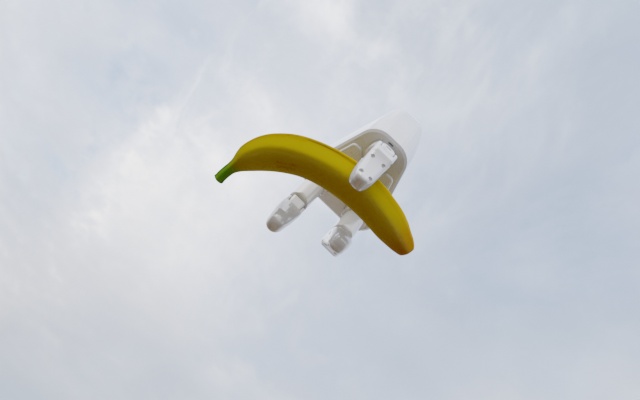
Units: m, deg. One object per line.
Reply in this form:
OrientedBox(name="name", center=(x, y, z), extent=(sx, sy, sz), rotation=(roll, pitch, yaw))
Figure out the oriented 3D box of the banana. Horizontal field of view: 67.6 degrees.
OrientedBox(name="banana", center=(0.003, -0.016, 0.440), extent=(0.198, 0.070, 0.037), rotation=(22, 20, 9))
